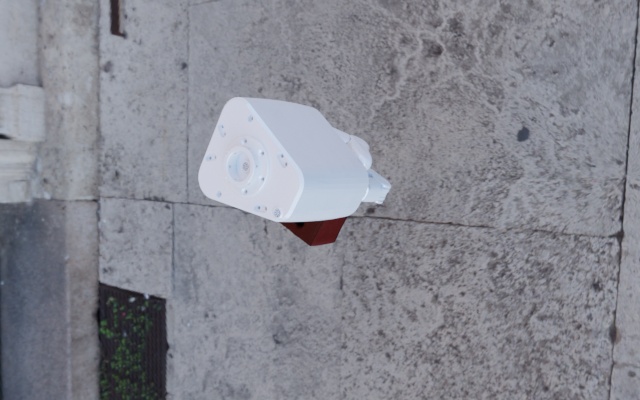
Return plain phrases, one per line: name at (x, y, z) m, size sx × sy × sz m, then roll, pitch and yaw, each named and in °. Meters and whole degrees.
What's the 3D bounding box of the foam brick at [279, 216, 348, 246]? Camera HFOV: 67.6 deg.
foam brick at (0.000, 0.002, 0.505) m, size 0.053 × 0.078 × 0.051 m, roll 35°, pitch 21°, yaw 26°
